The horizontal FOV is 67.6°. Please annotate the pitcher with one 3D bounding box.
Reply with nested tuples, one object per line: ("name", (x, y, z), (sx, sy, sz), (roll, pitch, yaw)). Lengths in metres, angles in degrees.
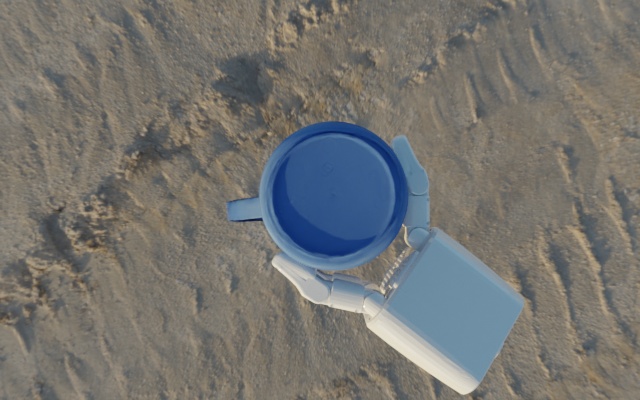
("pitcher", (0.000, 0.002, 0.453), (0.145, 0.149, 0.243), (40, -1, 2))
